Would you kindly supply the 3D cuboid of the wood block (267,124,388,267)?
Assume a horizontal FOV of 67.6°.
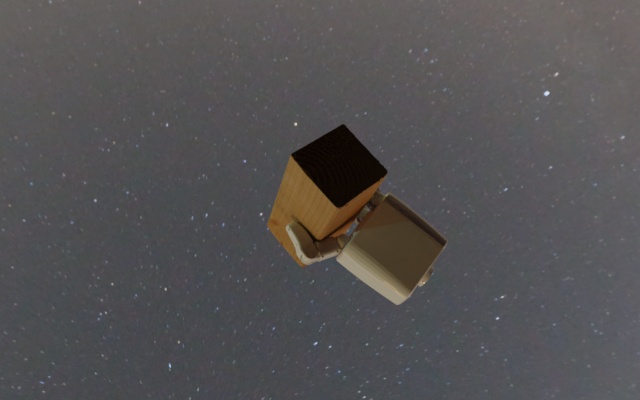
[{"bbox_3d":[0.000,0.003,0.660,0.091,0.090,0.206,-34,-14,-28],"label":"wood block"}]
